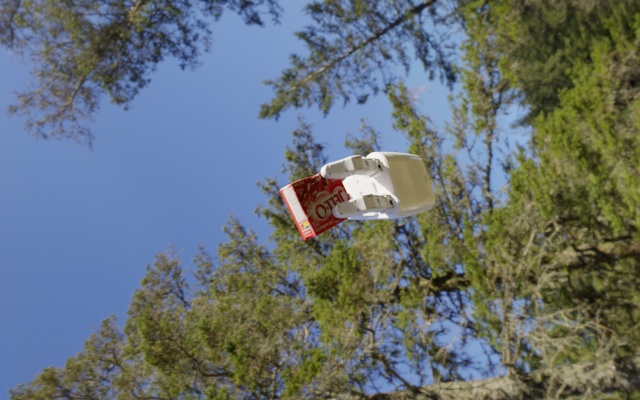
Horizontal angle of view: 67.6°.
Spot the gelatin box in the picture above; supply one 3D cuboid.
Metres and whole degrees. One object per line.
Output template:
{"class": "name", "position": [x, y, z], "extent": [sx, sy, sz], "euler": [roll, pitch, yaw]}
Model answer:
{"class": "gelatin box", "position": [0.000, 0.002, 0.629], "extent": [0.089, 0.073, 0.030], "euler": [-25, -1, -43]}
